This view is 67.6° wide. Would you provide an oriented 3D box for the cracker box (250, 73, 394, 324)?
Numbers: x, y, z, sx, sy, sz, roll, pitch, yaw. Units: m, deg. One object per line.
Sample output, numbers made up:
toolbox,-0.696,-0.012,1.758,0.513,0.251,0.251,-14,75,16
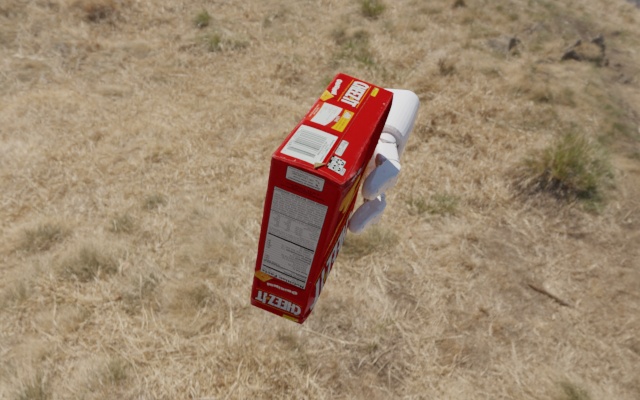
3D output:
cracker box,0.000,0.001,0.500,0.072,0.214,0.164,22,44,8
